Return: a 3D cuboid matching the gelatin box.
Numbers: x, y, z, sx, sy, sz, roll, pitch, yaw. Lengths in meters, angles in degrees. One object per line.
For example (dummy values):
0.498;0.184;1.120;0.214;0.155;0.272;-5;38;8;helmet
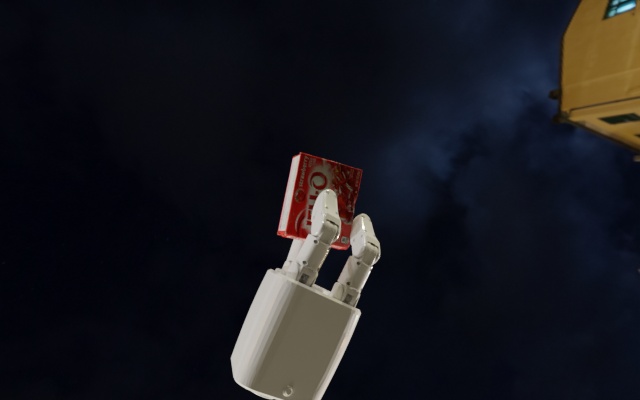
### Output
0.000;0.001;0.508;0.073;0.089;0.030;14;-10;-20;gelatin box
